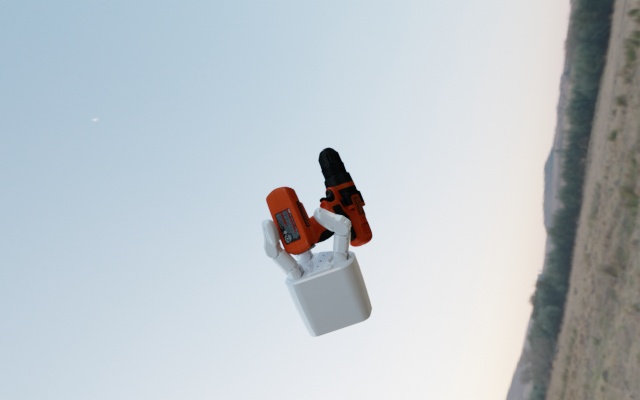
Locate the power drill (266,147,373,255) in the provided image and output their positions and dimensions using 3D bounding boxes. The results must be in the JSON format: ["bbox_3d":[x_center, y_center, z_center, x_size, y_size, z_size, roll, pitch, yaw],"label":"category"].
[{"bbox_3d":[0.000,0.003,0.788,0.057,0.184,0.187,-29,-9,41],"label":"power drill"}]
